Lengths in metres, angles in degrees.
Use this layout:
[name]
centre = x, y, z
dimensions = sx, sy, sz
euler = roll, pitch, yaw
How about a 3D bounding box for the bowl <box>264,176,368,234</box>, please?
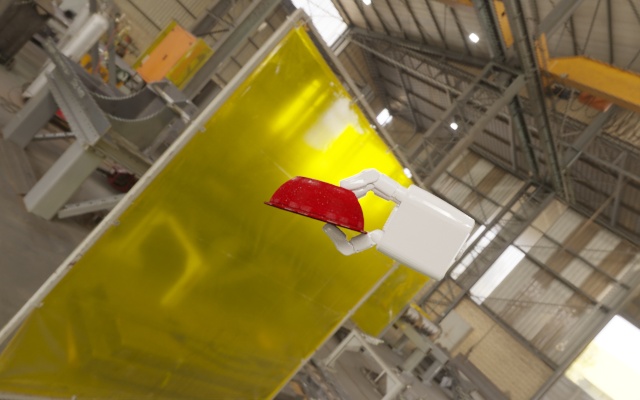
[bowl]
centre = -0.001, 0.002, 0.712
dimensions = 0.162, 0.055, 0.162
euler = 16, -3, 1
